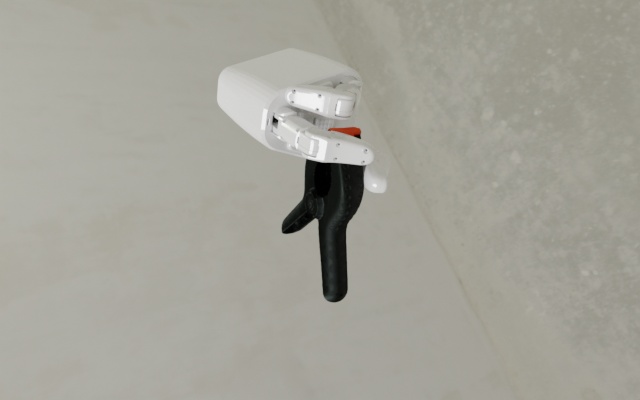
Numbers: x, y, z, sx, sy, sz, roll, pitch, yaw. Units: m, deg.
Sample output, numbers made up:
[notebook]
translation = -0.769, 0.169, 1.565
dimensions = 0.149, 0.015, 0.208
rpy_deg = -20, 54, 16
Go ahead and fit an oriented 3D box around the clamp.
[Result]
[clamp]
translation = 0.000, 0.002, 0.470
dimensions = 0.039, 0.171, 0.120
rpy_deg = -10, 33, -36
